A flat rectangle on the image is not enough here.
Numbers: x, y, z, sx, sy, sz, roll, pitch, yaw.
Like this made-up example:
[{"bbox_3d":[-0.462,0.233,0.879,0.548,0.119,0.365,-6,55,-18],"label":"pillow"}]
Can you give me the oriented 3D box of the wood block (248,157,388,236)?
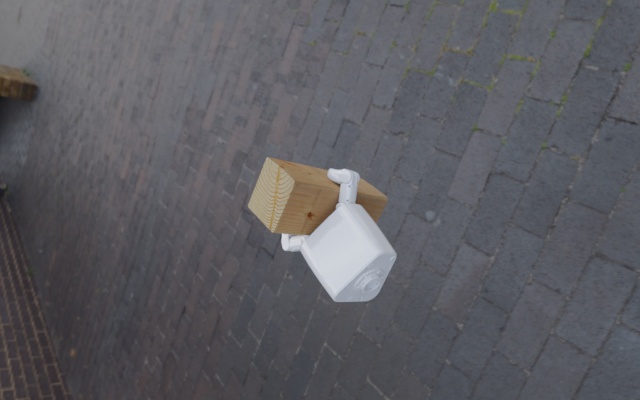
[{"bbox_3d":[0.000,0.002,0.790,0.206,0.091,0.090,9,22,-41],"label":"wood block"}]
